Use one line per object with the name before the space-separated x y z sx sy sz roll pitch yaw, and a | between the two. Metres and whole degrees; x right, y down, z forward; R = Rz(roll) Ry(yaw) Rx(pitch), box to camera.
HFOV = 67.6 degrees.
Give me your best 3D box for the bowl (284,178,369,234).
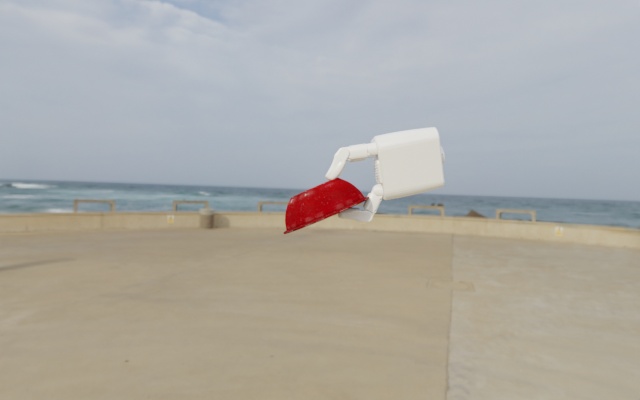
bowl | -0.001 0.003 0.830 0.162 0.055 0.162 -23 1 0
